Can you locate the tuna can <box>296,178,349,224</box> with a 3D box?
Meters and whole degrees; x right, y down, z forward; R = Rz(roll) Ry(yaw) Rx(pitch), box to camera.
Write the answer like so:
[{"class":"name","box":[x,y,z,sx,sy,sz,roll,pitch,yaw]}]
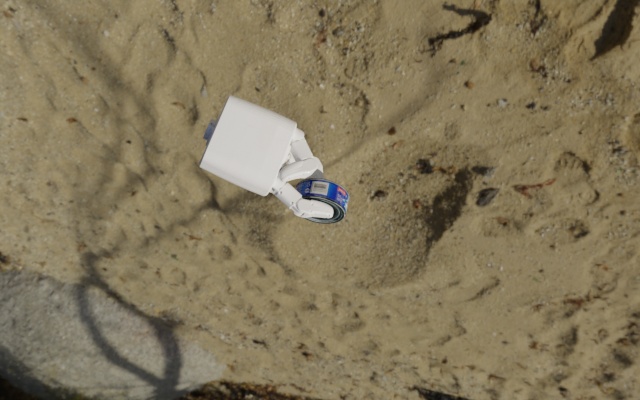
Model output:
[{"class":"tuna can","box":[0.000,0.003,0.741,0.086,0.033,0.086,9,-30,5]}]
